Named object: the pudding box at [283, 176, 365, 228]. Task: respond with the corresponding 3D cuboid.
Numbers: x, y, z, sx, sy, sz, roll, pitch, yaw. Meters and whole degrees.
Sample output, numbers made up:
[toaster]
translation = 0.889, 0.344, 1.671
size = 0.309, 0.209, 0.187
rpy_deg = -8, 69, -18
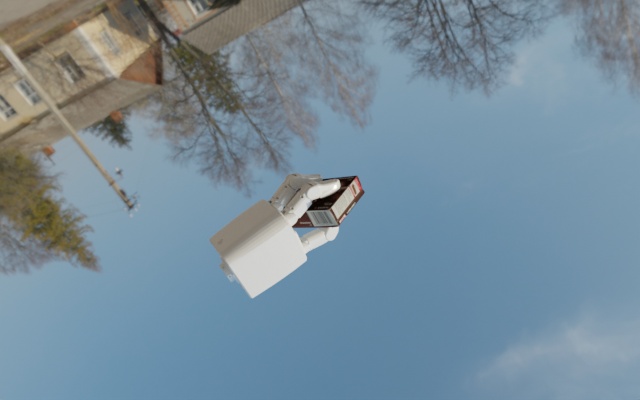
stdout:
[pudding box]
translation = 0.000, 0.003, 0.753
size = 0.113, 0.039, 0.090
rpy_deg = -1, 36, 39
